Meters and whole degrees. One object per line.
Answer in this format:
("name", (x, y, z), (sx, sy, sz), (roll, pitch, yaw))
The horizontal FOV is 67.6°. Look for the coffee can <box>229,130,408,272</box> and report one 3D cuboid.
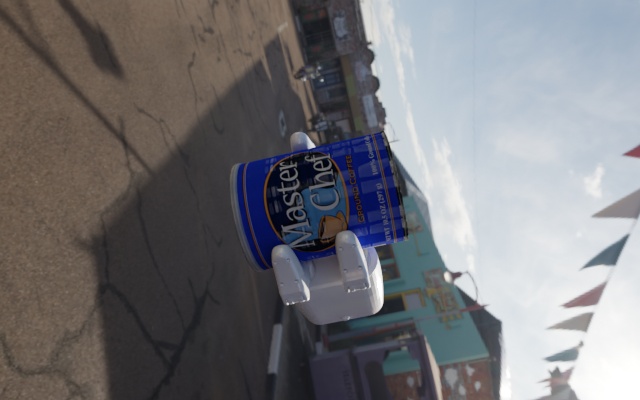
("coffee can", (0.000, 0.001, 0.439), (0.140, 0.103, 0.103), (-12, -1, 5))
